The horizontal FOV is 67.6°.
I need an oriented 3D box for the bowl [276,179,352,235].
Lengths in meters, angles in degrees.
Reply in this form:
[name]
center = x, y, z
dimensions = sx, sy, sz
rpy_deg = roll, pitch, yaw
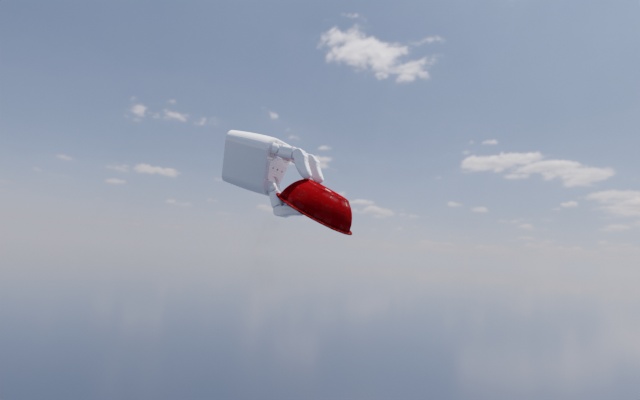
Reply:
[bowl]
center = 0.002, 0.003, 0.892
dimensions = 0.162, 0.055, 0.162
rpy_deg = 28, 5, -3
